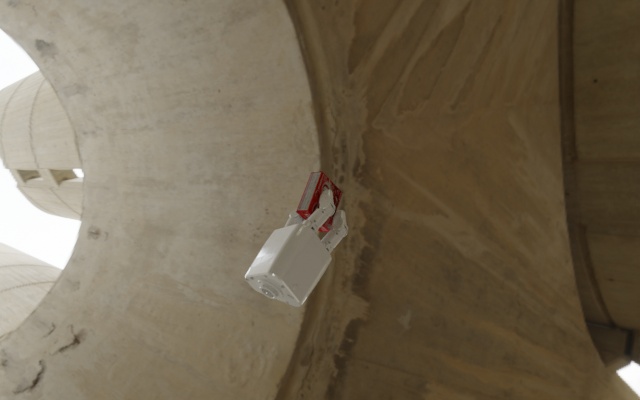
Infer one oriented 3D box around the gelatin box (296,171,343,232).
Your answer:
[{"bbox_3d":[0.000,0.003,0.879,0.030,0.089,0.073,-4,-34,39],"label":"gelatin box"}]
